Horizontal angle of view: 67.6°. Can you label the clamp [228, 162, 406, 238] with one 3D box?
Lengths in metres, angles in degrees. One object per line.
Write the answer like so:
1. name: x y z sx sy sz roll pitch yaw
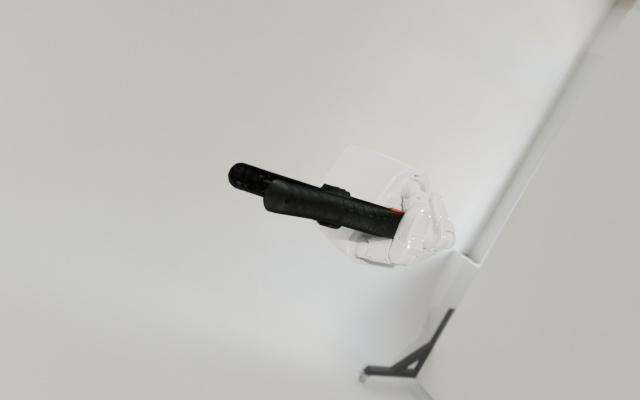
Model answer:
1. clamp: 0.000 0.001 0.432 0.171 0.039 0.120 18 9 -36
